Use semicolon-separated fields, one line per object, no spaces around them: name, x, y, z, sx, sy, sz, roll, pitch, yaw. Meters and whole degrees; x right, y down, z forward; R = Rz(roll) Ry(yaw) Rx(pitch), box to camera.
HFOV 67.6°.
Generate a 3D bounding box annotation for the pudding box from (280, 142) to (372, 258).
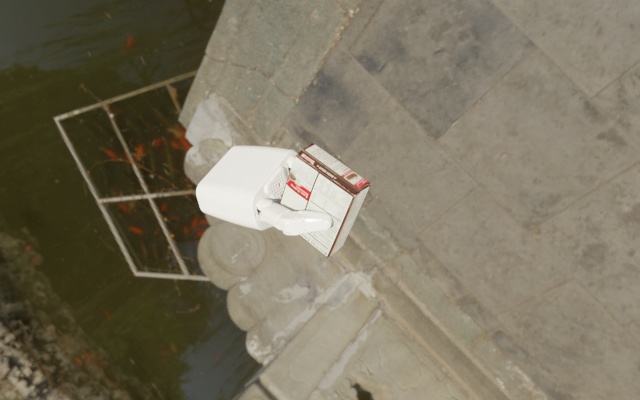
pudding box;0.000;0.002;0.573;0.090;0.114;0.039;36;45;16
